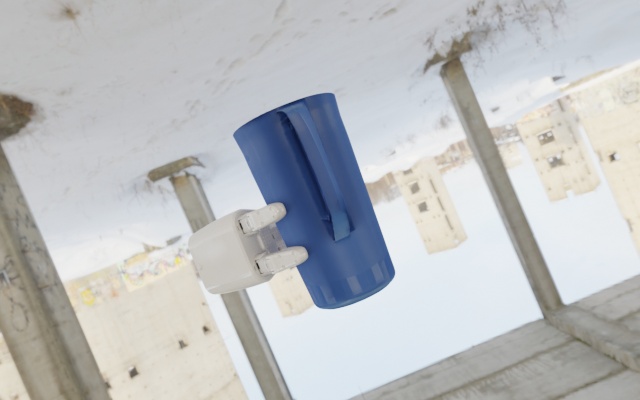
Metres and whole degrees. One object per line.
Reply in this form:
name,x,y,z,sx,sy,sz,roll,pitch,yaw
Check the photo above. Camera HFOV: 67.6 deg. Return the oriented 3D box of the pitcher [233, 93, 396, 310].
pitcher,0.000,0.002,0.573,0.145,0.243,0.149,-22,1,35
